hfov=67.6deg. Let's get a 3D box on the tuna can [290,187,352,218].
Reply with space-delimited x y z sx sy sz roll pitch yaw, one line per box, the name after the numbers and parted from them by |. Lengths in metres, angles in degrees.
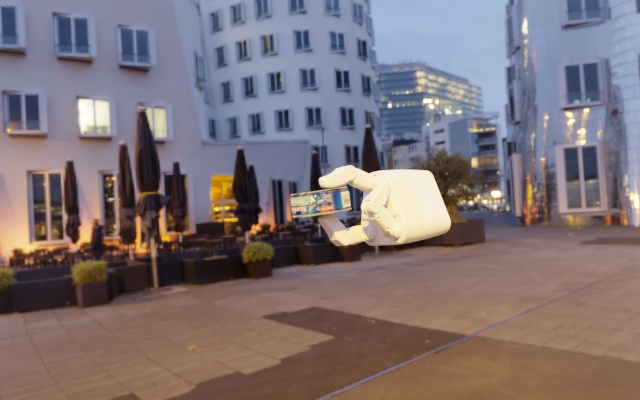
0.000 0.002 0.681 0.086 0.034 0.086 -8 2 0 | tuna can
